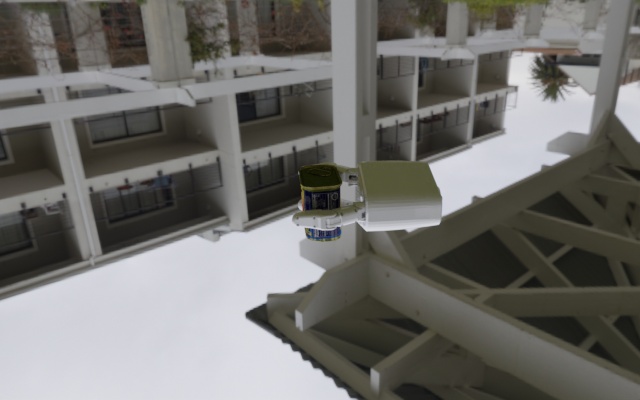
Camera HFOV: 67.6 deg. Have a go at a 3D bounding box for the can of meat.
[{"bbox_3d":[0.000,0.003,0.695,0.057,0.084,0.102,-4,21,-4],"label":"can of meat"}]
